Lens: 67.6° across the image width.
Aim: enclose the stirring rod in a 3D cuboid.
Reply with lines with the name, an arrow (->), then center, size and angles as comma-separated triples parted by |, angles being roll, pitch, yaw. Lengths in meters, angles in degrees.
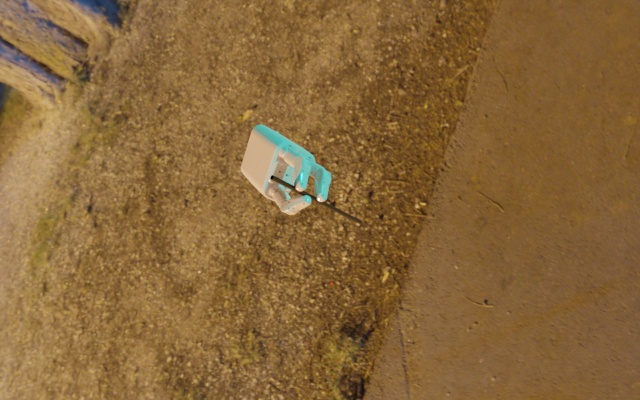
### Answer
stirring rod -> 0.000, 0.003, 0.841 | 0.011, 0.011, 0.239 | 0, -19, 43
